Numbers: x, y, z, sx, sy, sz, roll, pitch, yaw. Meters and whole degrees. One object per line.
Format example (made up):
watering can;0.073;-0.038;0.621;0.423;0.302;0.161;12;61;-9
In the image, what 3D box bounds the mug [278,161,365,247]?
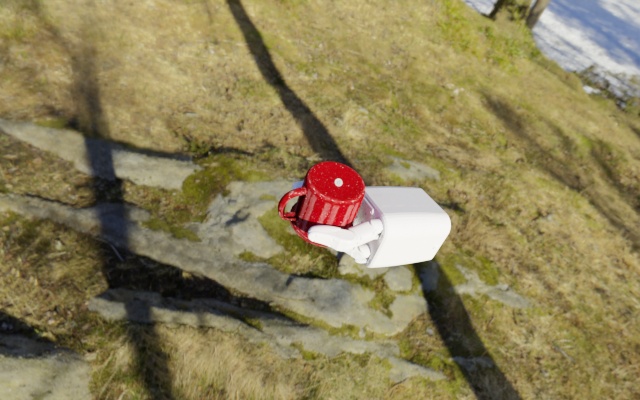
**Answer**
mug;-0.001;0.002;0.640;0.117;0.093;0.082;-2;-43;-21
